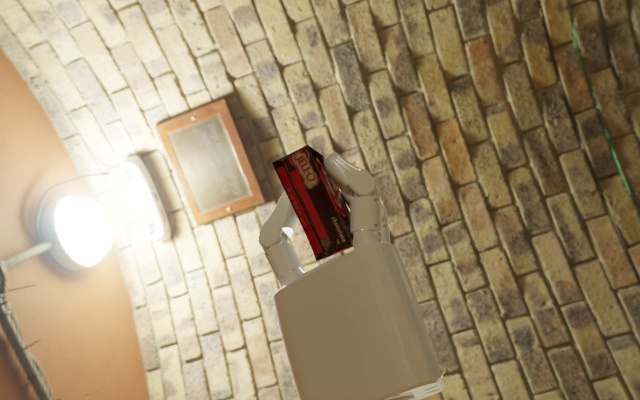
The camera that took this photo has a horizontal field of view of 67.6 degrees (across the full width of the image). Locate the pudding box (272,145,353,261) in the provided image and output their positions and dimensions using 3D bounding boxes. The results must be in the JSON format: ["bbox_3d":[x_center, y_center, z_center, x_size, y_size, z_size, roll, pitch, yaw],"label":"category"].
[{"bbox_3d":[0.000,0.002,0.432,0.039,0.090,0.113,-24,-2,4],"label":"pudding box"}]
